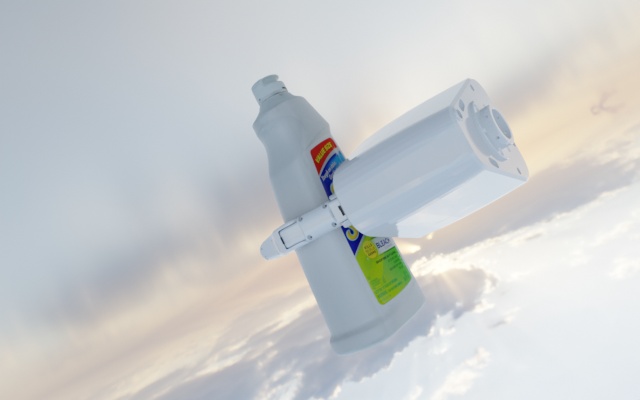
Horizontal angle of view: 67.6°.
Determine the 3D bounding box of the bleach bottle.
[{"bbox_3d":[0.000,0.001,0.432,0.068,0.251,0.102,-31,-7,36],"label":"bleach bottle"}]
